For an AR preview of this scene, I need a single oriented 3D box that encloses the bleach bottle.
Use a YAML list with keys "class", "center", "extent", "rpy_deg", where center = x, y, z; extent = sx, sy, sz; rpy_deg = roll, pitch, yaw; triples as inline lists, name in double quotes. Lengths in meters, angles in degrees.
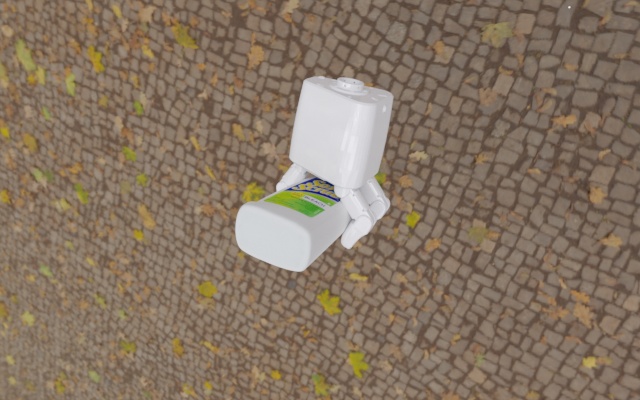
- class: "bleach bottle"
  center: [0.000, 0.002, 0.637]
  extent: [0.102, 0.068, 0.250]
  rpy_deg: [20, 28, 19]
